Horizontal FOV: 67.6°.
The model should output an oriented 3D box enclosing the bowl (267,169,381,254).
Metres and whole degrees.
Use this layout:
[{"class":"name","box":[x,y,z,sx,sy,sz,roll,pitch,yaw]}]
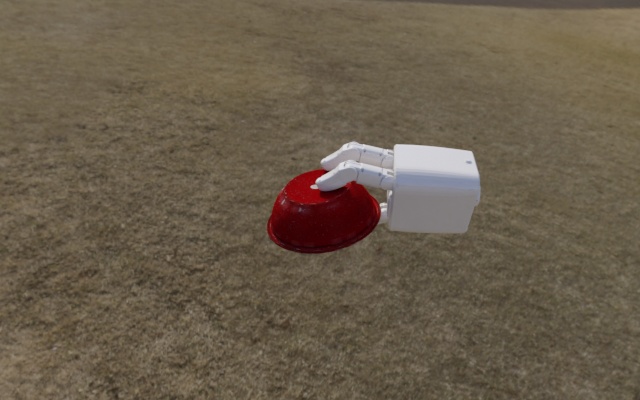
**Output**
[{"class":"bowl","box":[-0.001,0.002,0.655,0.162,0.055,0.162,-8,32,5]}]
